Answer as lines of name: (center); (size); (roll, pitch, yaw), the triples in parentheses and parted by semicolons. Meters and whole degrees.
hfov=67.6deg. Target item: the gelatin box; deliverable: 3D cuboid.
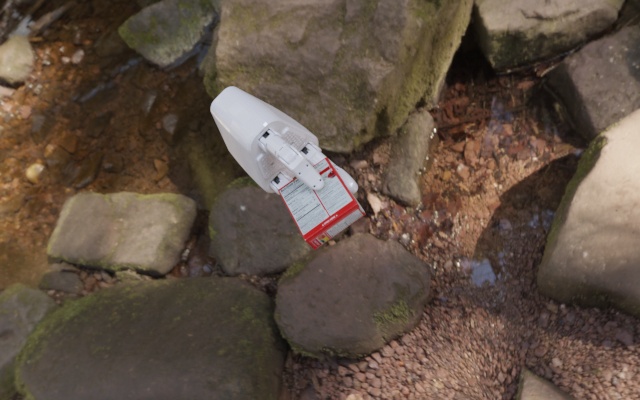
gelatin box: (0.000, 0.002, 0.562); (0.073, 0.089, 0.030); (-35, -39, 5)
